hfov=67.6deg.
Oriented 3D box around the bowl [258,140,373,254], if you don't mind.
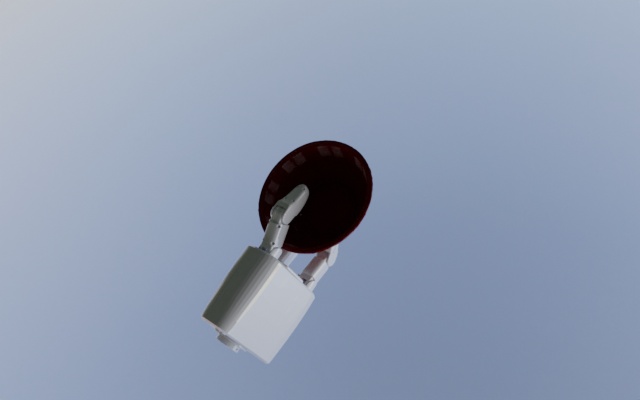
[{"bbox_3d":[0.001,0.001,0.637,0.162,0.162,0.055,0,-24,26],"label":"bowl"}]
